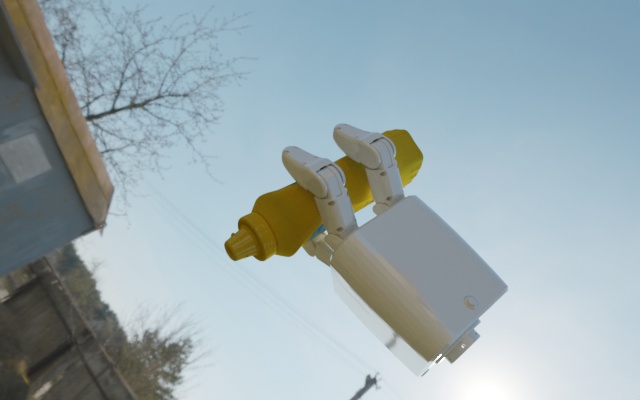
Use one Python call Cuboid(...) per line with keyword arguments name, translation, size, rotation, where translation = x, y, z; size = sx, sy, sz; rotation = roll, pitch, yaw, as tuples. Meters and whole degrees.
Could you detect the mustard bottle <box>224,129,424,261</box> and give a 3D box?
Cuboid(name="mustard bottle", translation=(0.000, 0.001, 0.429), size=(0.191, 0.058, 0.096), rotation=(-30, -3, -30))
